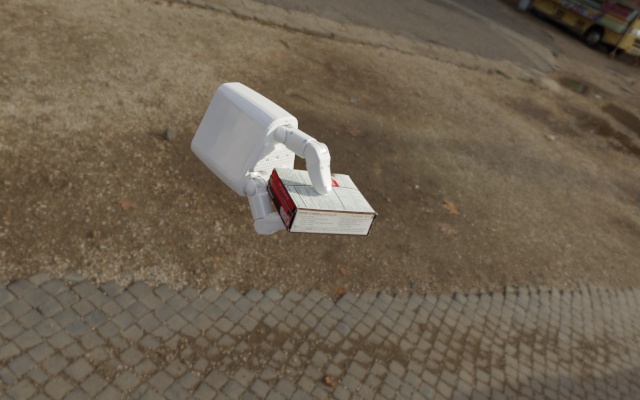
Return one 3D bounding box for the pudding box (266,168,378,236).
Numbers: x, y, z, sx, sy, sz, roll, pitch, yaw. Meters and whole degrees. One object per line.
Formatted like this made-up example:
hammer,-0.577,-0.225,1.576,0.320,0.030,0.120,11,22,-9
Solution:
pudding box,0.000,0.002,0.584,0.113,0.039,0.090,3,34,-27
